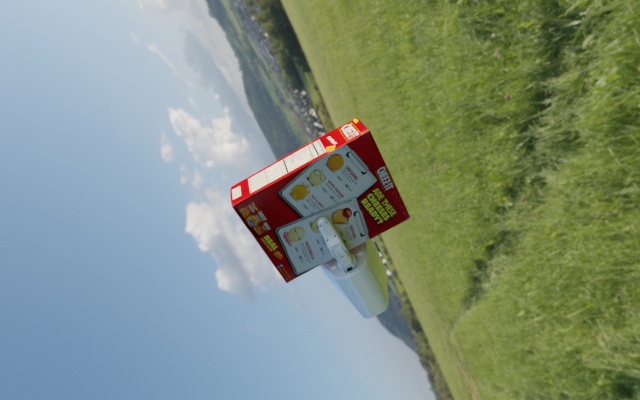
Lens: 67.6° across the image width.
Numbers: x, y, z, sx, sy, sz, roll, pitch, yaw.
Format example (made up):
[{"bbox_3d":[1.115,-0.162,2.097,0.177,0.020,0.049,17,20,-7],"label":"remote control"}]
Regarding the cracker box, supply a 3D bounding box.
[{"bbox_3d":[0.000,0.002,0.703,0.214,0.164,0.072,-29,31,3],"label":"cracker box"}]
